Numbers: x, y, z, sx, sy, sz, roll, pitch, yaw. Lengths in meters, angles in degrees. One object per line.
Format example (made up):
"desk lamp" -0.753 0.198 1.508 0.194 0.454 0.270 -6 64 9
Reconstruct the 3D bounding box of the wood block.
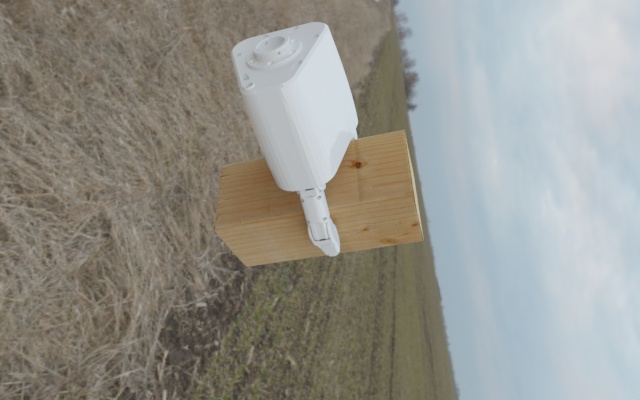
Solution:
"wood block" 0.000 0.002 0.526 0.206 0.090 0.090 -10 -36 13
